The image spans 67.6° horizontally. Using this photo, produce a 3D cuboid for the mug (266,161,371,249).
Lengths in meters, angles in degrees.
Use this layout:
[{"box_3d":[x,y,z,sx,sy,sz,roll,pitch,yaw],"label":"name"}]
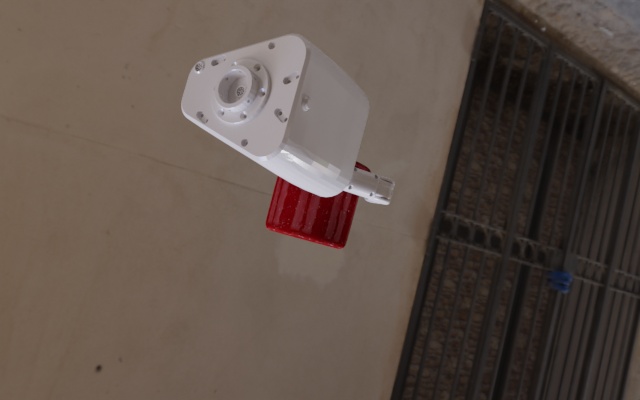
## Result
[{"box_3d":[0.001,0.002,0.480,0.093,0.081,0.117,12,-6,30],"label":"mug"}]
